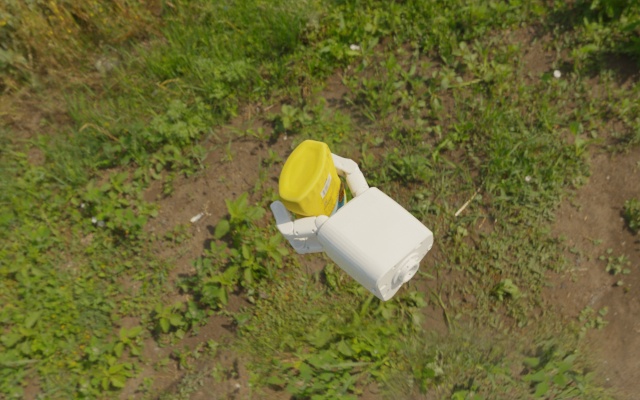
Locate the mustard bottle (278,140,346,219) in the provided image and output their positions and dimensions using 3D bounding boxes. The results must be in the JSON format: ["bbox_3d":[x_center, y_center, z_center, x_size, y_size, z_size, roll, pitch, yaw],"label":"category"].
[{"bbox_3d":[0.000,0.002,0.695,0.058,0.096,0.192,13,-23,22],"label":"mustard bottle"}]
